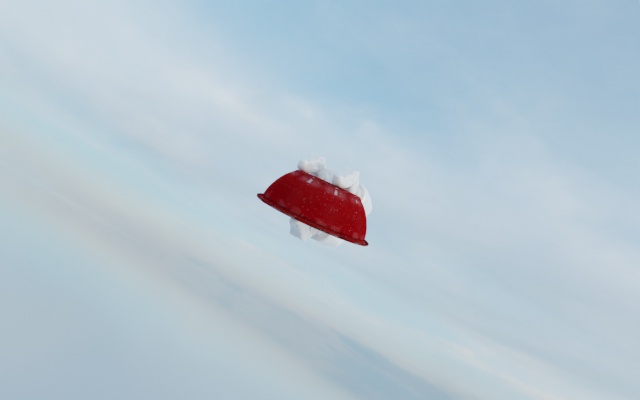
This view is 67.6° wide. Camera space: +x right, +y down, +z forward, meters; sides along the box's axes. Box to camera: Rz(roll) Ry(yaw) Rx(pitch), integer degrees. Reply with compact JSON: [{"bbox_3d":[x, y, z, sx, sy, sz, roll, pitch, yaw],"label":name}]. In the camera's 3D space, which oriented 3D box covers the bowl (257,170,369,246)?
[{"bbox_3d":[0.000,0.002,0.630,0.162,0.055,0.162,24,4,-2],"label":"bowl"}]
